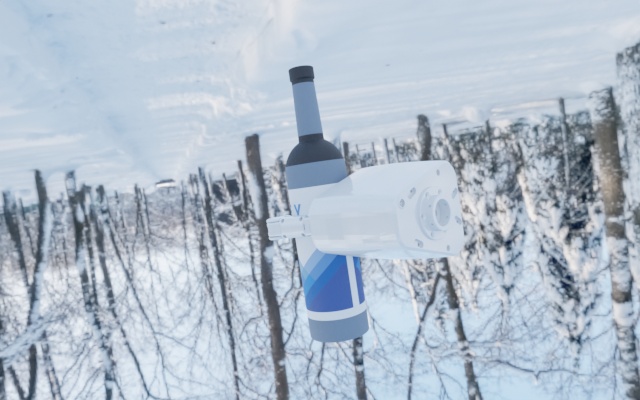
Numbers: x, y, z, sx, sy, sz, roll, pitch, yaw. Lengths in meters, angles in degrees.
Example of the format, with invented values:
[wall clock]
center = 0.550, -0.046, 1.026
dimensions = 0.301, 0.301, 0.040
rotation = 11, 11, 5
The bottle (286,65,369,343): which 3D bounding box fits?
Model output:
[bottle]
center = 0.000, 0.002, 0.527
dimensions = 0.069, 0.296, 0.069
rotation = -8, 3, 0
